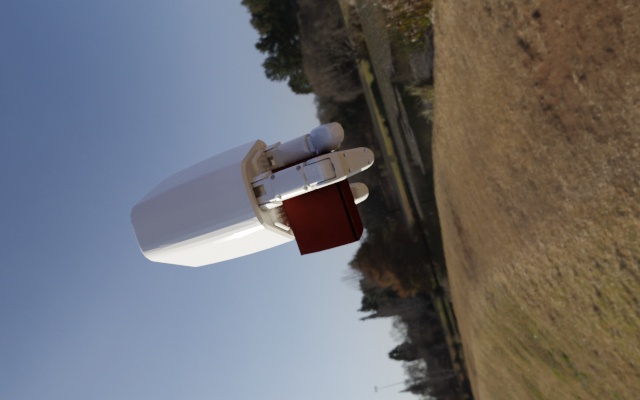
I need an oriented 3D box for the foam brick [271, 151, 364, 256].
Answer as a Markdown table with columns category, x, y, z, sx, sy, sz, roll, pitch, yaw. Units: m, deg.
| category | x | y | z | sx | sy | sz | roll | pitch | yaw |
| --- | --- | --- | --- | --- | --- | --- | --- | --- | --- |
| foam brick | 0.000 | 0.002 | 0.412 | 0.051 | 0.078 | 0.053 | -19 | 2 | 11 |
